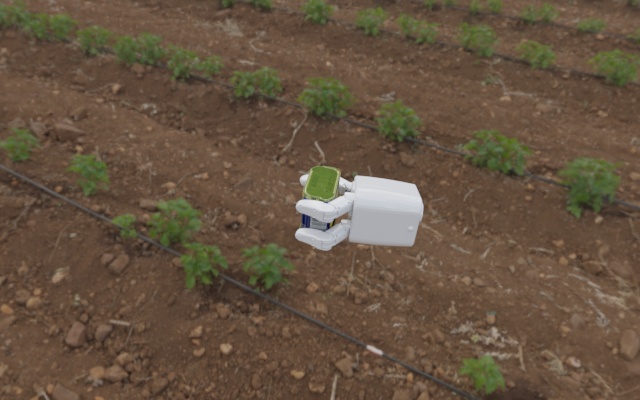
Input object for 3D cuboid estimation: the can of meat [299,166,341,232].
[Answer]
[{"bbox_3d":[0.000,0.002,0.790,0.057,0.084,0.102,9,36,4],"label":"can of meat"}]
